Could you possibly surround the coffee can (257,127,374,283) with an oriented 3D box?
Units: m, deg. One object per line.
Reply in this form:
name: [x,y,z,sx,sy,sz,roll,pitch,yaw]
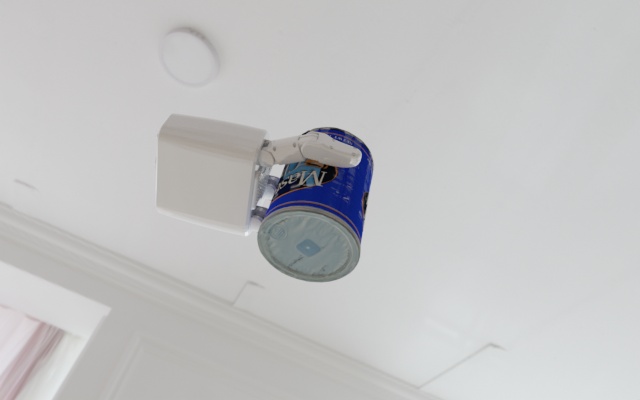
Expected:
coffee can: [0.000,0.002,0.515,0.103,0.103,0.140,0,41,14]
